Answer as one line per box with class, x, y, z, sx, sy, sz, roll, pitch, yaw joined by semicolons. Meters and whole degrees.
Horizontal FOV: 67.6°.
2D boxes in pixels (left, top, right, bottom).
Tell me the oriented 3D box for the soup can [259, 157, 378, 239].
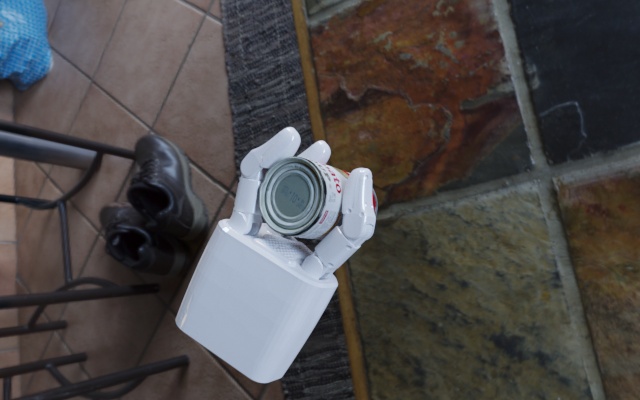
soup can;0.000;0.001;0.432;0.068;0.068;0.102;0;-6;31
